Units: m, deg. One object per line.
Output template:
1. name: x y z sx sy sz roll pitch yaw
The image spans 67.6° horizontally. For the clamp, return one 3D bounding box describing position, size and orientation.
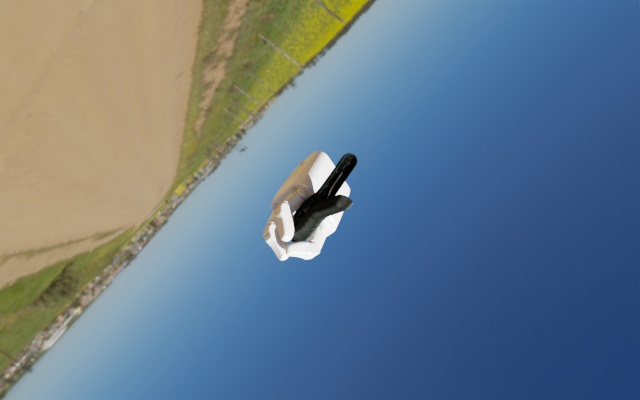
1. clamp: 0.000 0.003 0.732 0.039 0.120 0.171 40 -47 -15
